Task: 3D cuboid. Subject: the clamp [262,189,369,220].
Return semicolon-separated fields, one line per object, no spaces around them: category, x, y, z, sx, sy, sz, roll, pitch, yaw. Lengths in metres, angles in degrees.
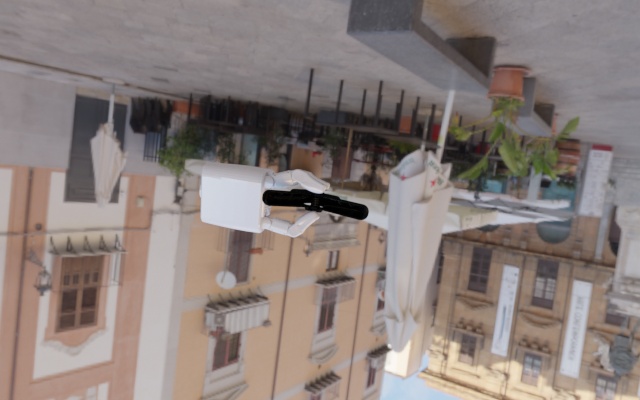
clamp;0.000;0.003;0.816;0.164;0.036;0.210;10;4;5
